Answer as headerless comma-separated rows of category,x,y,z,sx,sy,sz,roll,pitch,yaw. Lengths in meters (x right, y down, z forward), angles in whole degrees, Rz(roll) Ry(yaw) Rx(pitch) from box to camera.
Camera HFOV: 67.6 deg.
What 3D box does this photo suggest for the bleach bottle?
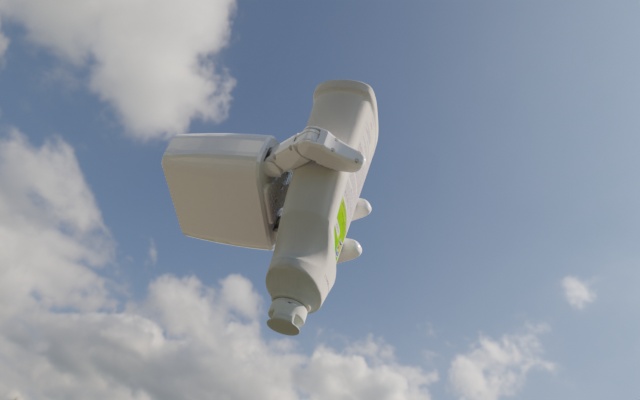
bleach bottle,0.000,0.002,0.451,0.068,0.250,0.103,5,-39,17
